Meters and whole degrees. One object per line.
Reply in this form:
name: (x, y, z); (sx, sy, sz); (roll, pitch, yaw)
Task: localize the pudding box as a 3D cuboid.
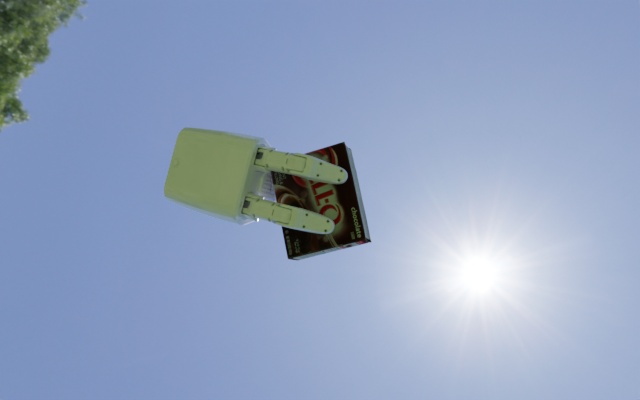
pudding box: (0.000, 0.002, 0.528); (0.090, 0.113, 0.039); (-16, -12, 16)
